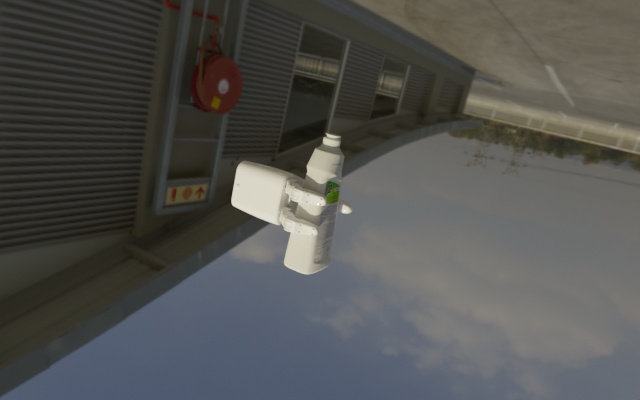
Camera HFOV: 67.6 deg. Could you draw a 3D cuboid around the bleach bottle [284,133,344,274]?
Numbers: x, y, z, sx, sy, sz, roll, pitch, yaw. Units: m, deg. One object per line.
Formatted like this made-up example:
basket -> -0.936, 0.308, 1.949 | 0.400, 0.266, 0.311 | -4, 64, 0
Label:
bleach bottle -> 0.000, 0.003, 0.869 | 0.068, 0.251, 0.102 | 19, 15, 24
